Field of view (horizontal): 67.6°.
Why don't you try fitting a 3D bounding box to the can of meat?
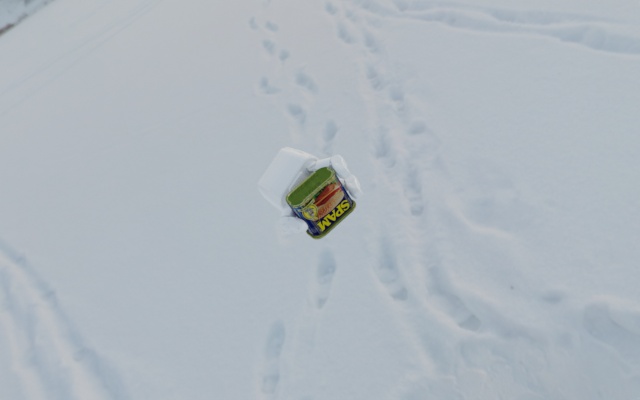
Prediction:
[{"bbox_3d":[0.000,0.003,0.835,0.102,0.084,0.057,-41,34,-11],"label":"can of meat"}]
